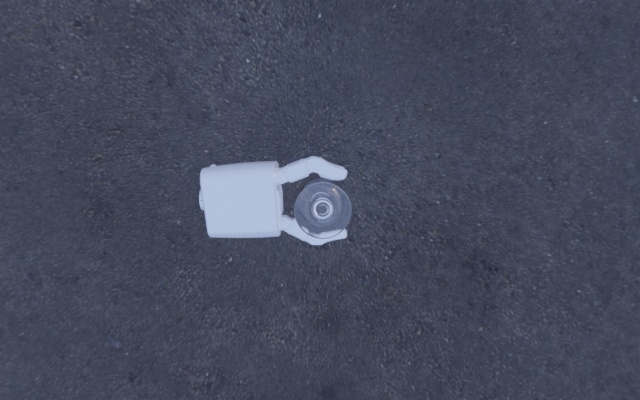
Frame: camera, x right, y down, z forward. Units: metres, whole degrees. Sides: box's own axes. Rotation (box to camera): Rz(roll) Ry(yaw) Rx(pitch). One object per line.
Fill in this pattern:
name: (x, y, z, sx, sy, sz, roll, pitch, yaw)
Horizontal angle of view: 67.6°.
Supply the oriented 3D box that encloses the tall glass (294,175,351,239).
tall glass: (0.000, 0.002, 0.715, 0.079, 0.079, 0.201, 0, 6, -1)
